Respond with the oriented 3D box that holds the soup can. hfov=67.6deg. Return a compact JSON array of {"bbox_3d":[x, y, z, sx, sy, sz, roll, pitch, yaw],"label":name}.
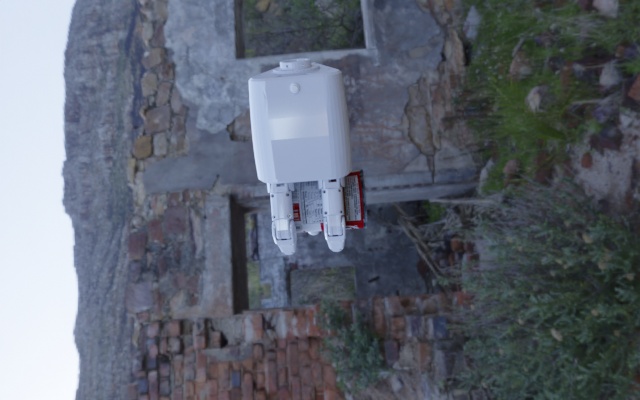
[{"bbox_3d":[0.000,0.002,0.548,0.102,0.068,0.068,-4,0,2],"label":"soup can"}]
